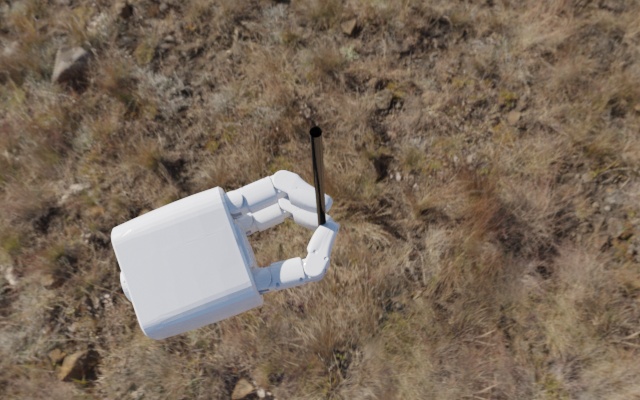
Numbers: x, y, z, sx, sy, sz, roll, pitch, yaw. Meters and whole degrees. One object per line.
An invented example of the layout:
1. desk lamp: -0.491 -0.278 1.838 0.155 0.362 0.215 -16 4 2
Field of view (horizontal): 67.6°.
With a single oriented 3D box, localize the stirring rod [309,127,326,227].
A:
1. stirring rod: 0.000 0.001 0.412 0.011 0.011 0.240 0 -22 2
